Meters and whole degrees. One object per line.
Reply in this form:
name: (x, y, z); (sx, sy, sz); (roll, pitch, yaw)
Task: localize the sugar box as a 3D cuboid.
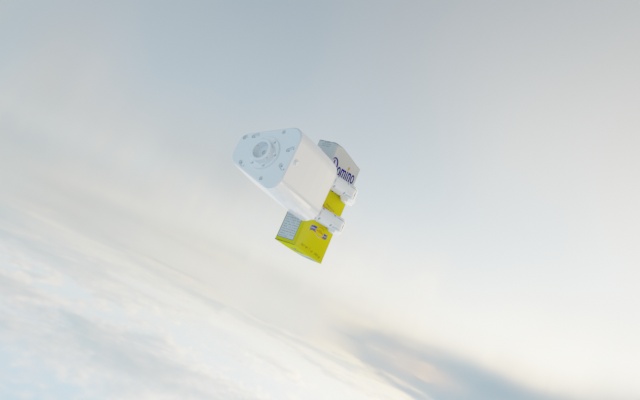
sugar box: (0.000, 0.003, 0.761); (0.048, 0.176, 0.093); (16, -15, 34)
